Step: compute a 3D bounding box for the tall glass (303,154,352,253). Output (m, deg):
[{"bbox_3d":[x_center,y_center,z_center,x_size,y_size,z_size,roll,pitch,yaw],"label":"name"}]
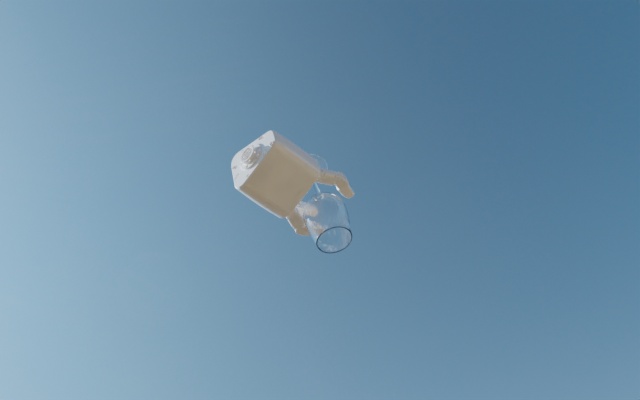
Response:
[{"bbox_3d":[0.000,0.002,0.860,0.079,0.079,0.201,0,40,-18],"label":"tall glass"}]
